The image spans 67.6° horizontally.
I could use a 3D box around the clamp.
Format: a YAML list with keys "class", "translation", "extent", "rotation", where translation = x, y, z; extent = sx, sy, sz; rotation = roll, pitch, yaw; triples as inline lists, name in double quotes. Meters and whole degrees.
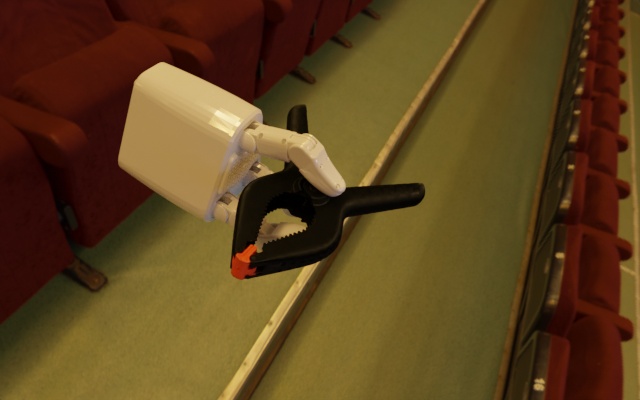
- class: "clamp"
  translation: [0.000, 0.001, 0.431]
  extent: [0.164, 0.036, 0.210]
  rotation: [30, 46, 6]
